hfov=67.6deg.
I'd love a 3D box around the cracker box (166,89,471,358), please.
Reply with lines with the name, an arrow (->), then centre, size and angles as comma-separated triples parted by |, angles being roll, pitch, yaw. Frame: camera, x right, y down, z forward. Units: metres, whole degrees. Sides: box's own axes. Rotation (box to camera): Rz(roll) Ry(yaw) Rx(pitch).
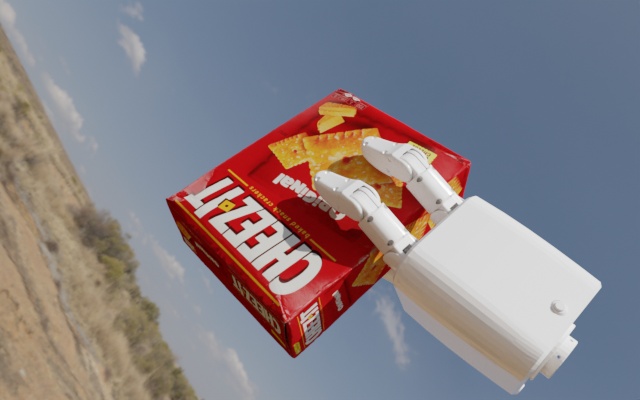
cracker box -> 0.000, 0.001, 0.428 | 0.213, 0.072, 0.164 | -37, 56, -24
